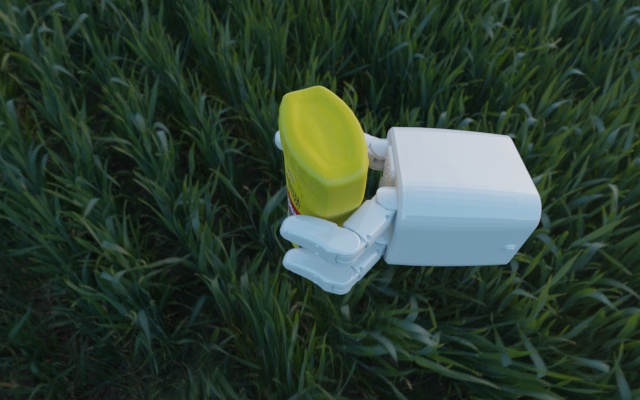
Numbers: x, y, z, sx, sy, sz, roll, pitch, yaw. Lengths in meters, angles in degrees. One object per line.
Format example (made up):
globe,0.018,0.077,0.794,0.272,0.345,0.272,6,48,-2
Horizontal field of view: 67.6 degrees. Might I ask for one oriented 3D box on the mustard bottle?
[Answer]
mustard bottle,0.000,0.001,0.416,0.058,0.096,0.192,-18,-31,-12
